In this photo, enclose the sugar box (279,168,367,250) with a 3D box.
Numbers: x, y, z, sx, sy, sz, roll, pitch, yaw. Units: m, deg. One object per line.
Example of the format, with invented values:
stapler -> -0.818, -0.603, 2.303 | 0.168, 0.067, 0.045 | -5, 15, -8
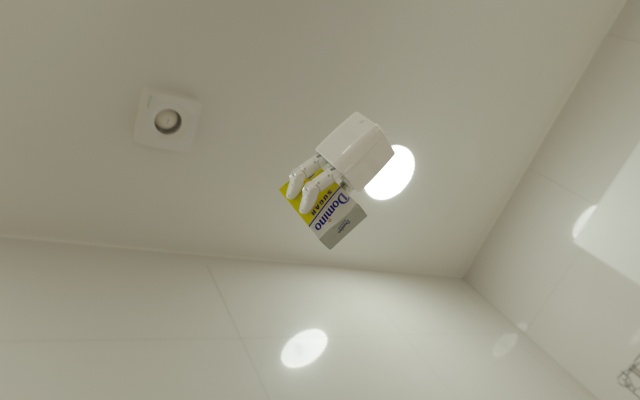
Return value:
sugar box -> 0.000, 0.002, 0.884 | 0.048, 0.093, 0.176 | 47, -1, -41
